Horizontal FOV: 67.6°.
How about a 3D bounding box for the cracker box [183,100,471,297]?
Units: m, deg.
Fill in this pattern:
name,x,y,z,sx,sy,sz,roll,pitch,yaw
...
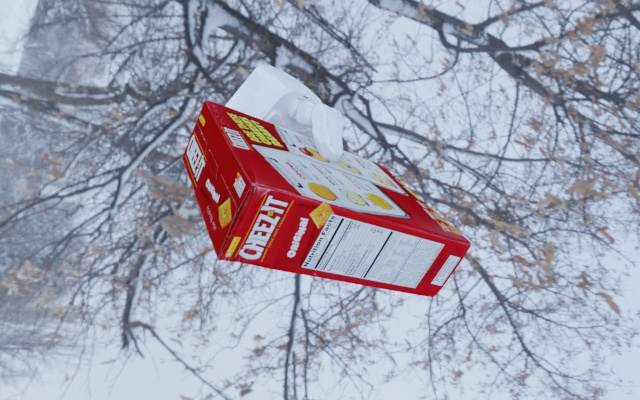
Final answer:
name,x,y,z,sx,sy,sz,roll,pitch,yaw
cracker box,0.000,0.001,0.425,0.214,0.072,0.164,15,22,-32
